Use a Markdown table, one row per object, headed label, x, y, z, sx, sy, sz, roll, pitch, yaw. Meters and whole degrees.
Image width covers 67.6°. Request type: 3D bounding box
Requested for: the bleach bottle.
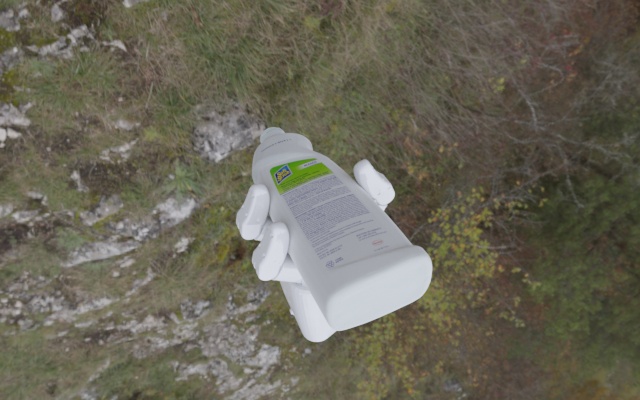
| label | x | y | z | sx | sy | sz | roll | pitch | yaw |
| --- | --- | --- | --- | --- | --- | --- | --- | --- | --- |
| bleach bottle | 0.000 | 0.002 | 0.475 | 0.102 | 0.068 | 0.250 | -20 | 46 | -13 |
